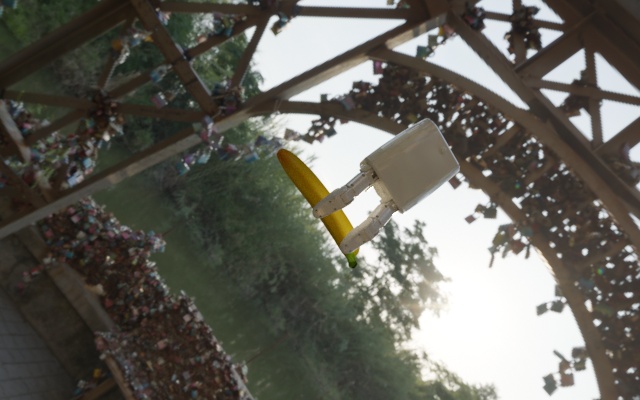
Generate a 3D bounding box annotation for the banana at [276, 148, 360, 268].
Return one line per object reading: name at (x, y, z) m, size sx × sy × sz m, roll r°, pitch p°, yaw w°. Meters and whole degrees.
banana at (0.004, 0.007, 0.694) m, size 0.037 × 0.198 × 0.069 m, roll -35°, pitch -8°, yaw 3°
